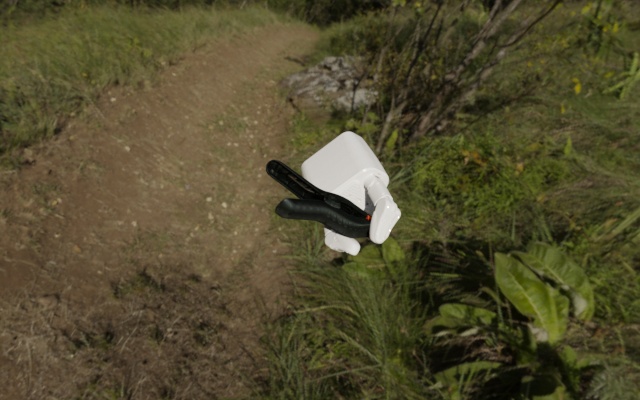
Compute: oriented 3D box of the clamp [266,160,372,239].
[{"bbox_3d":[0.001,0.002,0.639,0.171,0.039,0.120,23,30,-35],"label":"clamp"}]
